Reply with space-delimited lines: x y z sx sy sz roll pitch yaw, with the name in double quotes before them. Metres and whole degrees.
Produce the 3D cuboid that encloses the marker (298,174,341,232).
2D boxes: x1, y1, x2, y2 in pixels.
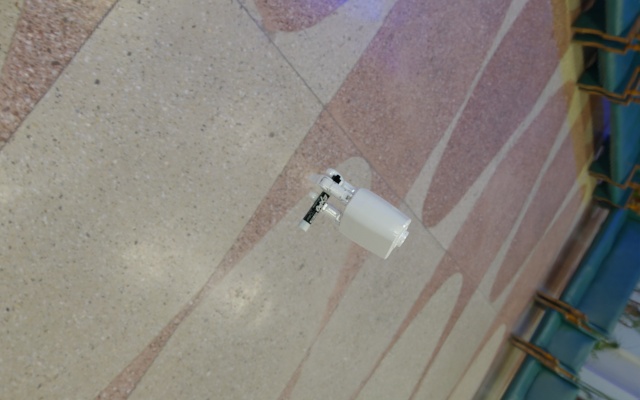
"marker" 0.000 0.003 0.874 0.020 0.121 0.020 34 -8 5
